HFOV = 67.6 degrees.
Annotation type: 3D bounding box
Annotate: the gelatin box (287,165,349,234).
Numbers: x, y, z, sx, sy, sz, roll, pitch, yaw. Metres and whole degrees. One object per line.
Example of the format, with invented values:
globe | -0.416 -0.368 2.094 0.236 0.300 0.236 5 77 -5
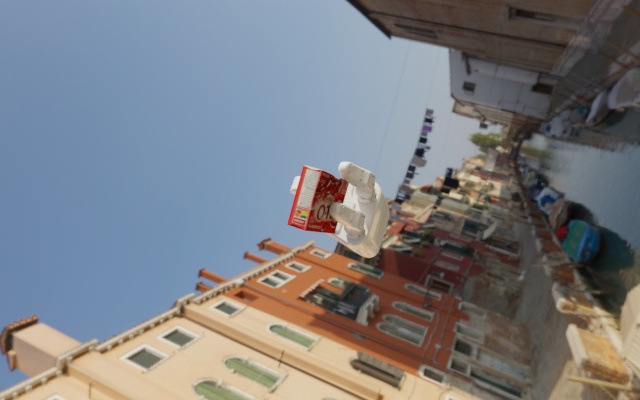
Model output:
gelatin box | 0.000 0.002 0.589 0.030 0.073 0.089 16 0 26
